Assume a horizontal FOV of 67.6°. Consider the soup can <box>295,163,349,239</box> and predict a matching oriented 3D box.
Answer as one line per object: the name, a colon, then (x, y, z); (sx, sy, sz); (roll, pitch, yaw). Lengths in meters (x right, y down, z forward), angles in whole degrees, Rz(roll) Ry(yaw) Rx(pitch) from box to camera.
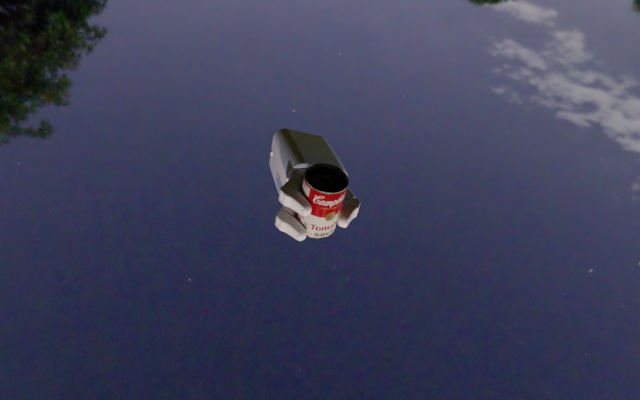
soup can: (0.000, 0.003, 0.746); (0.068, 0.102, 0.068); (8, 42, -7)
